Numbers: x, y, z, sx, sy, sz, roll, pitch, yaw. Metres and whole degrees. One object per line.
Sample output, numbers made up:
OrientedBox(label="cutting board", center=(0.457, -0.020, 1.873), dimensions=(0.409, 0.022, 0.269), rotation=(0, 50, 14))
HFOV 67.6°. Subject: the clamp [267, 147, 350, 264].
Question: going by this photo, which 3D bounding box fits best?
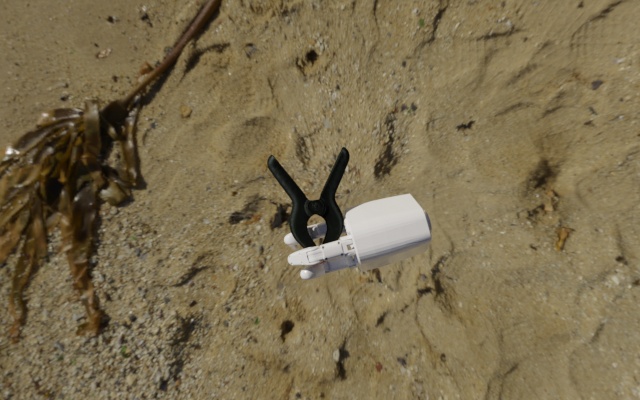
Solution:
OrientedBox(label="clamp", center=(0.000, 0.002, 0.696), dimensions=(0.120, 0.171, 0.039), rotation=(-16, 0, 1))
